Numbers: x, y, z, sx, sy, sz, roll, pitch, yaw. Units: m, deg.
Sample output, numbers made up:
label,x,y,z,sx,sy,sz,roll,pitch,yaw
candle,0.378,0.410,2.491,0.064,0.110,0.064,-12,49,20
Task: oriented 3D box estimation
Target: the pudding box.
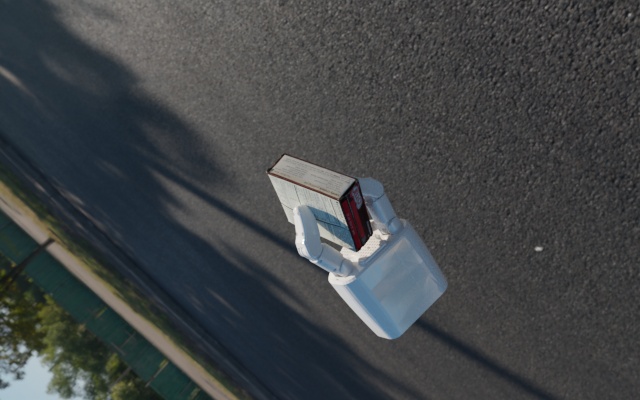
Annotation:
label,x,y,z,sx,sy,sz,roll,pitch,yaw
pudding box,0.000,0.002,0.545,0.113,0.090,0.039,20,56,35
